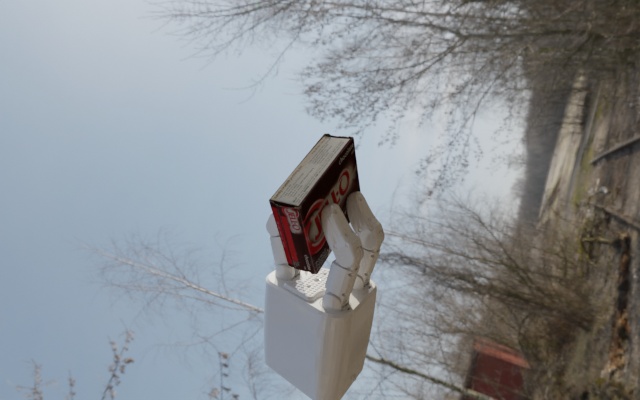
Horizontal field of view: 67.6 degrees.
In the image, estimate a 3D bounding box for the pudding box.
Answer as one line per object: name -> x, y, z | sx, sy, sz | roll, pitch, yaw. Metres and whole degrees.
pudding box -> 0.000, 0.002, 0.473 | 0.039, 0.090, 0.113 | 12, 46, 24
